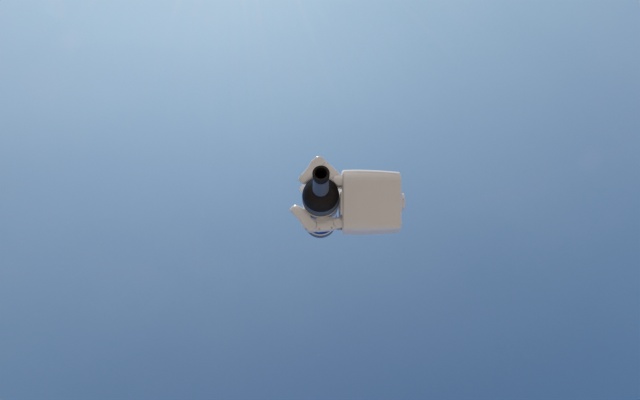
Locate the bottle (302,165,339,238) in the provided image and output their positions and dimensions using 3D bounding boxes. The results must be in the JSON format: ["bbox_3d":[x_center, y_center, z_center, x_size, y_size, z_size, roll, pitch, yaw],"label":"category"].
[{"bbox_3d":[0.000,0.003,0.879,0.069,0.069,0.296,0,-18,0],"label":"bottle"}]
